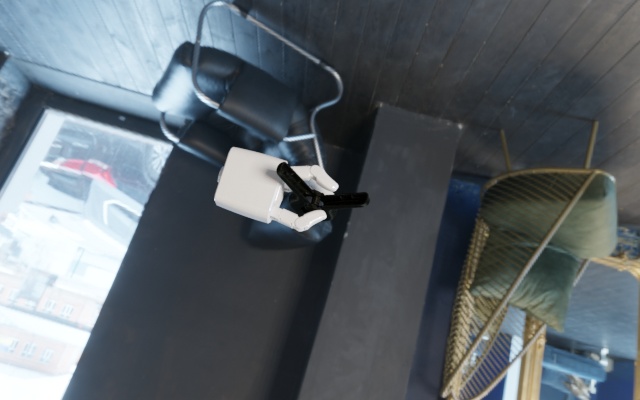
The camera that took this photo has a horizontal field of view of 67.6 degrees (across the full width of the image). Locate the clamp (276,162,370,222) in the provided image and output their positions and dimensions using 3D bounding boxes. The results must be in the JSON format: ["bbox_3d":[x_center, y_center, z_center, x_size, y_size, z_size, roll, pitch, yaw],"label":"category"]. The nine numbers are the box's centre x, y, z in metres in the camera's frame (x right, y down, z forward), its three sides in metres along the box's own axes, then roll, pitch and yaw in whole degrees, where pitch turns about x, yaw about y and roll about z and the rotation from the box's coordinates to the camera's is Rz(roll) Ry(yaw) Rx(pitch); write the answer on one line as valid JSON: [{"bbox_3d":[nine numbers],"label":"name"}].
[{"bbox_3d":[0.000,0.004,0.876,0.164,0.036,0.210,19,-20,4],"label":"clamp"}]
